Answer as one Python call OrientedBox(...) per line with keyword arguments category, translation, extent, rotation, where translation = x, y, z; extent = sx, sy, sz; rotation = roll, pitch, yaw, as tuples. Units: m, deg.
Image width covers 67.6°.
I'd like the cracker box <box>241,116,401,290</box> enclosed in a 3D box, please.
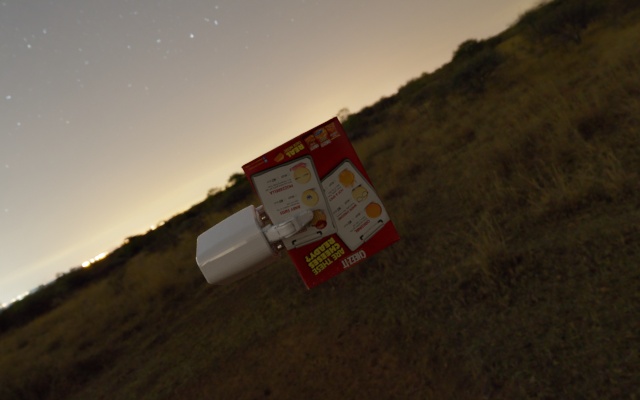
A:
OrientedBox(category="cracker box", translation=(0.000, 0.002, 0.744), extent=(0.164, 0.214, 0.072), rotation=(-28, 6, -1))
